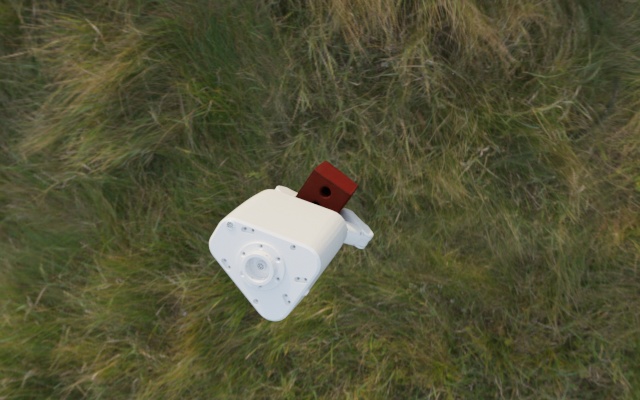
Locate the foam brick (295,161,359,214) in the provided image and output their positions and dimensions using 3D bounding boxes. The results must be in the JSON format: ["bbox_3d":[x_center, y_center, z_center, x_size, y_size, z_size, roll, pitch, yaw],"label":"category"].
[{"bbox_3d":[0.000,0.002,0.568,0.053,0.078,0.051,36,20,4],"label":"foam brick"}]
